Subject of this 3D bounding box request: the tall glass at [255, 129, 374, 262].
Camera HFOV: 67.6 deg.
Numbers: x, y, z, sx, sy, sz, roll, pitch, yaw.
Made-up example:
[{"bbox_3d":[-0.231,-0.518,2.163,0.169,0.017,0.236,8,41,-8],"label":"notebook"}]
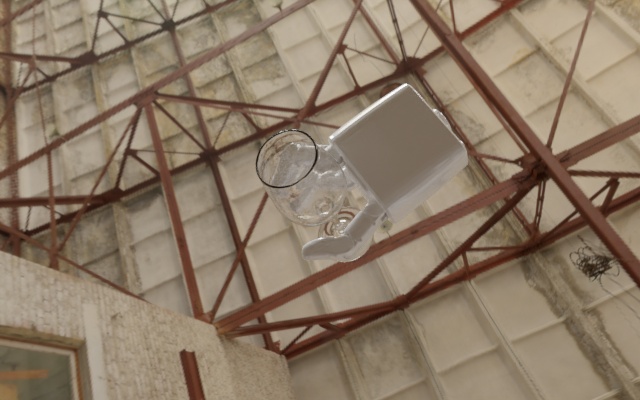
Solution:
[{"bbox_3d":[0.000,0.002,0.520,0.079,0.079,0.201,0,-24,21],"label":"tall glass"}]
